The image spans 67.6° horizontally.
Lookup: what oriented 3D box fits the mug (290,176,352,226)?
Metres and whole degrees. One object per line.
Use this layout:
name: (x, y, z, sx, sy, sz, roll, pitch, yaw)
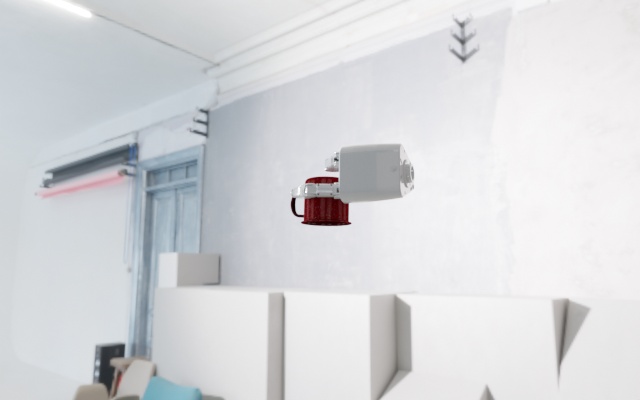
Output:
mug: (-0.001, 0.003, 0.876, 0.117, 0.081, 0.093, -3, -9, 23)
